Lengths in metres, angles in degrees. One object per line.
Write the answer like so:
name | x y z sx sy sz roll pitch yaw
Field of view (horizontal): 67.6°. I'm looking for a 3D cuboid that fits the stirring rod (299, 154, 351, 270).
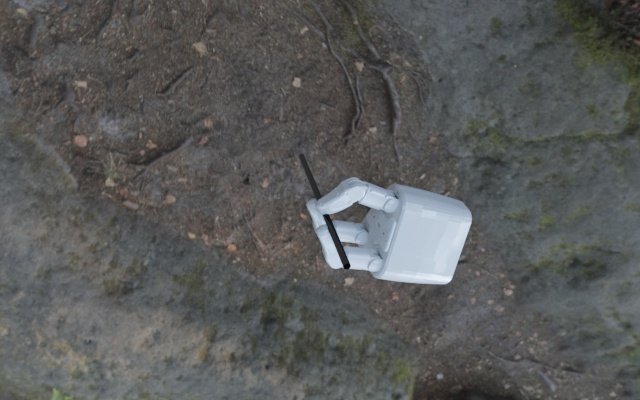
stirring rod | 0.000 0.002 0.582 0.011 0.011 0.239 0 33 -16
